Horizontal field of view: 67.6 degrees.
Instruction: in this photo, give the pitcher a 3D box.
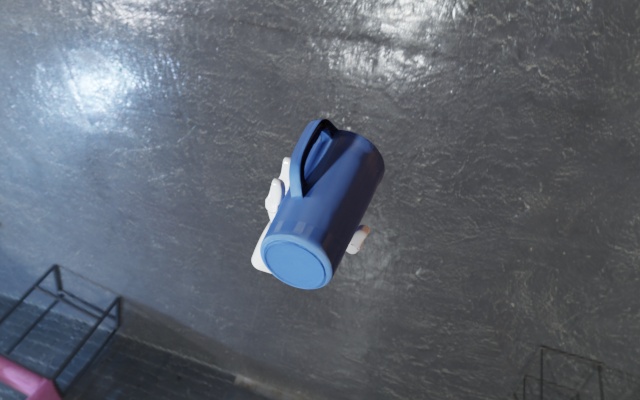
[{"bbox_3d":[0.000,0.002,0.717,0.149,0.242,0.145,30,-44,-3],"label":"pitcher"}]
